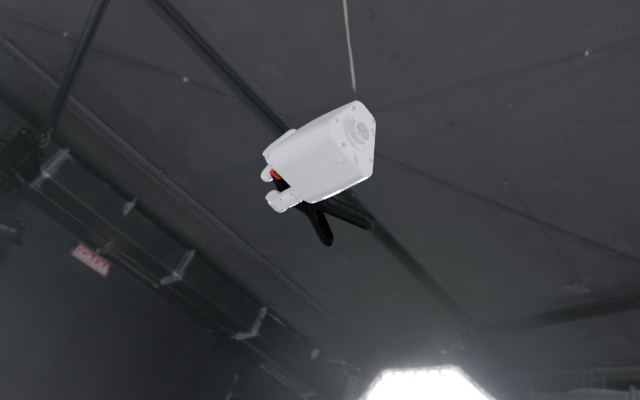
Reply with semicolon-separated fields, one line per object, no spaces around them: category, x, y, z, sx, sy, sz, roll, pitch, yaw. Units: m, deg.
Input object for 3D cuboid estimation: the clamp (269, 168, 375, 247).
clamp;0.000;0.002;0.722;0.120;0.039;0.171;-22;-58;40
